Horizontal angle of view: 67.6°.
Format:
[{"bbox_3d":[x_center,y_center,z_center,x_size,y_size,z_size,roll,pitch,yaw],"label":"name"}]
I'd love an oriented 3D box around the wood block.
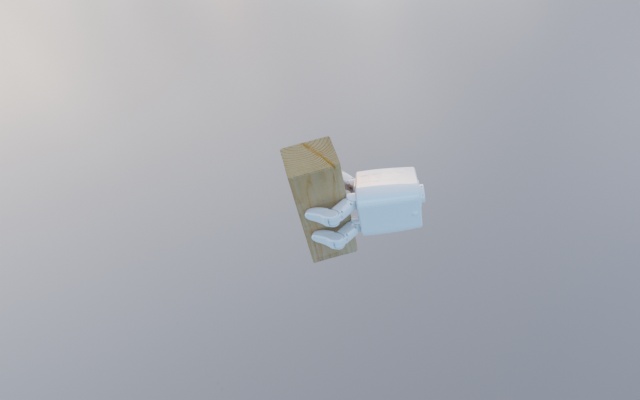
[{"bbox_3d":[0.000,0.002,0.853,0.090,0.206,0.090,-15,41,-2],"label":"wood block"}]
